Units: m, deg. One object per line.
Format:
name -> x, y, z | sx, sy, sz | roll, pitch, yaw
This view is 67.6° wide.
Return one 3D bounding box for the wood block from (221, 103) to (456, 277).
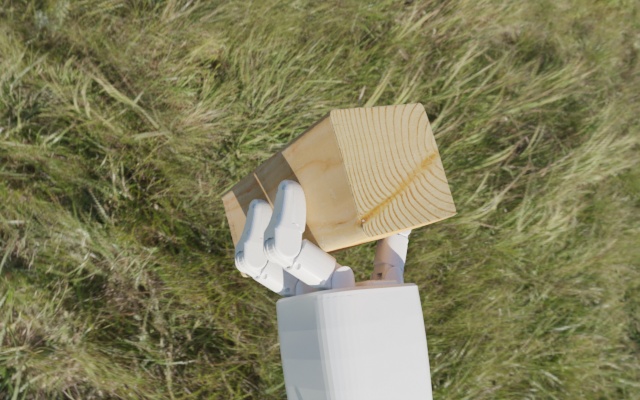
wood block -> 0.000, 0.002, 0.413 | 0.091, 0.090, 0.206 | -11, -9, -34
